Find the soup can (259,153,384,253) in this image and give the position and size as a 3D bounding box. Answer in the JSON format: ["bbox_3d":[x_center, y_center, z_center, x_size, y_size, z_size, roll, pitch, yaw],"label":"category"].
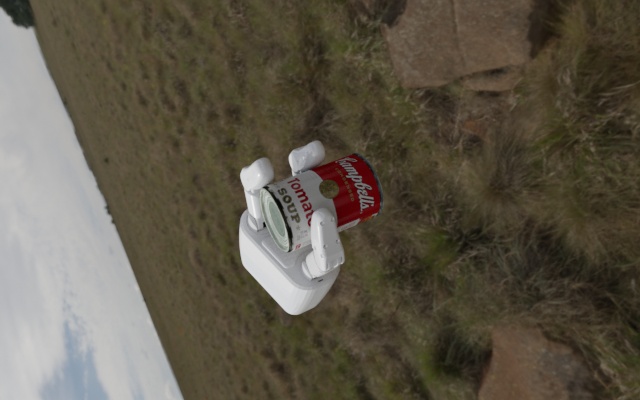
[{"bbox_3d":[0.000,0.001,0.461,0.102,0.068,0.068,-21,8,-21],"label":"soup can"}]
